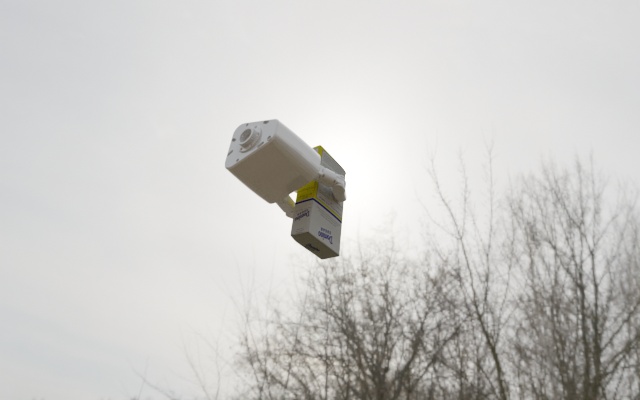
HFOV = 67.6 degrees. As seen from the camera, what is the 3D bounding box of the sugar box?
[{"bbox_3d":[0.000,0.003,0.822,0.048,0.176,0.093,-14,-38,33],"label":"sugar box"}]
